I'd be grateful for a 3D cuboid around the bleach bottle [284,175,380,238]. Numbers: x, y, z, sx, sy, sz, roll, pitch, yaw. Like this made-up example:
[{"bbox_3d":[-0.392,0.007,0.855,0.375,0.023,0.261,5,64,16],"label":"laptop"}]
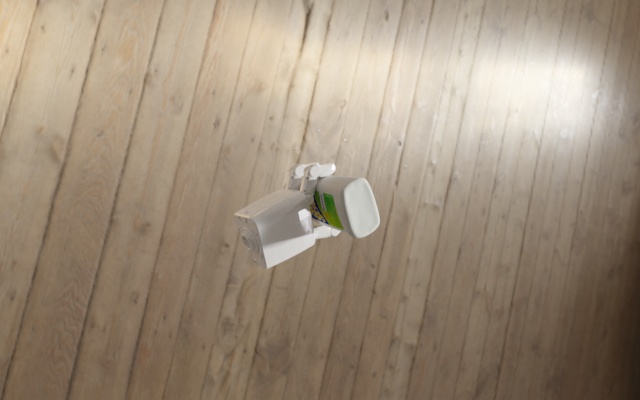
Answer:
[{"bbox_3d":[0.000,0.003,0.894,0.068,0.102,0.251,-26,17,-29],"label":"bleach bottle"}]
